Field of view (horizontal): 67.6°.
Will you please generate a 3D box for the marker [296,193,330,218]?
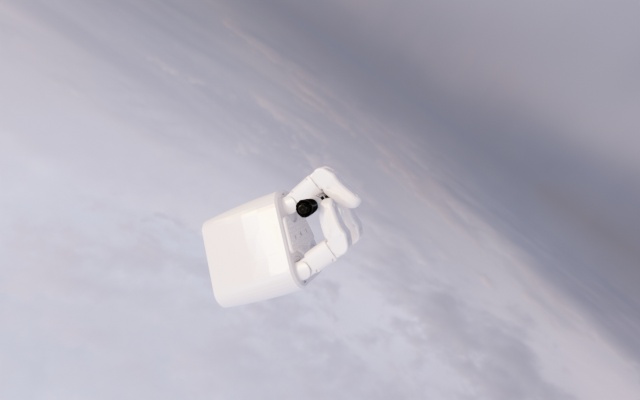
[{"bbox_3d":[0.000,0.002,0.529,0.020,0.020,0.121,0,7,18],"label":"marker"}]
